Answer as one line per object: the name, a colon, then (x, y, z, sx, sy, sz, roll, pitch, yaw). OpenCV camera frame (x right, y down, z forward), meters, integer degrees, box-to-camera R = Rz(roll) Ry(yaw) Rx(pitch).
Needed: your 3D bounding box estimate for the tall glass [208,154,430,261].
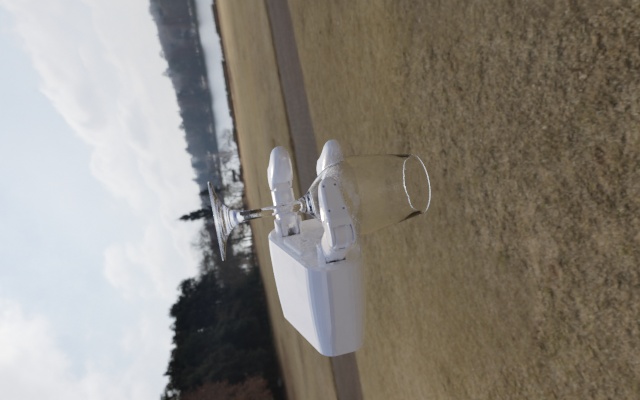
tall glass: (-0.001, 0.002, 0.457, 0.201, 0.079, 0.079, -11, 2, -12)
